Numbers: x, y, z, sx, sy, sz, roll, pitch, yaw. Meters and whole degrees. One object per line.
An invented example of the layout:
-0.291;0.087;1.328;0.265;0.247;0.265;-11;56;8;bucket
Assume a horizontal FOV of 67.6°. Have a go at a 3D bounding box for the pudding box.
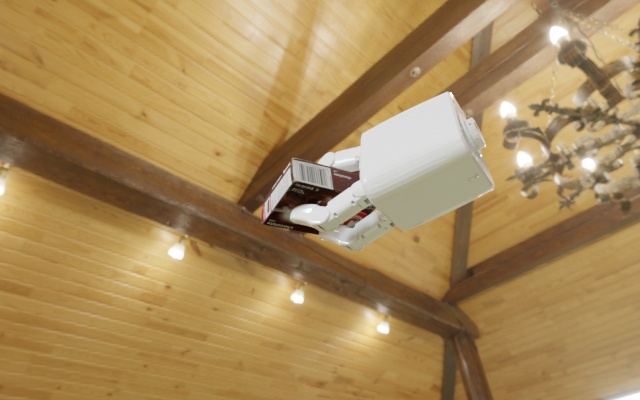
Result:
0.000;0.002;0.551;0.113;0.039;0.090;15;-41;-23;pudding box
